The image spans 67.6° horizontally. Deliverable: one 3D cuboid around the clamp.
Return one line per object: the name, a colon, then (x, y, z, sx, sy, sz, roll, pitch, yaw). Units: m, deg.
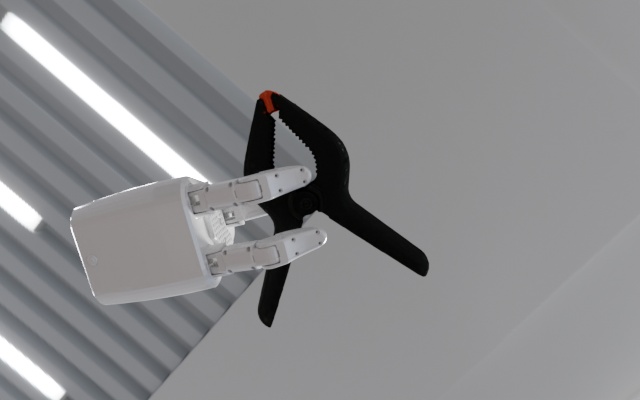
clamp: (0.000, 0.001, 0.428, 0.164, 0.210, 0.036, -13, 10, 4)
